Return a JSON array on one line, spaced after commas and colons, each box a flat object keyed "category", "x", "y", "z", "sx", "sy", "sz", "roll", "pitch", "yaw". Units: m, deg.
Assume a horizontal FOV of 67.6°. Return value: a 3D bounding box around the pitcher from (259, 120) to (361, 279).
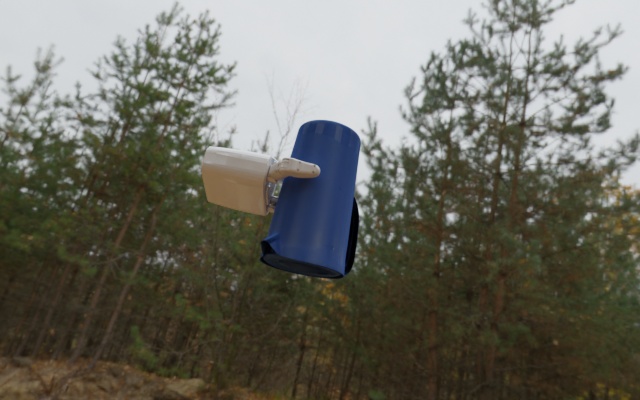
[{"category": "pitcher", "x": 0.000, "y": 0.002, "z": 0.776, "sx": 0.145, "sy": 0.242, "sz": 0.149, "roll": 11, "pitch": -17, "yaw": 4}]
